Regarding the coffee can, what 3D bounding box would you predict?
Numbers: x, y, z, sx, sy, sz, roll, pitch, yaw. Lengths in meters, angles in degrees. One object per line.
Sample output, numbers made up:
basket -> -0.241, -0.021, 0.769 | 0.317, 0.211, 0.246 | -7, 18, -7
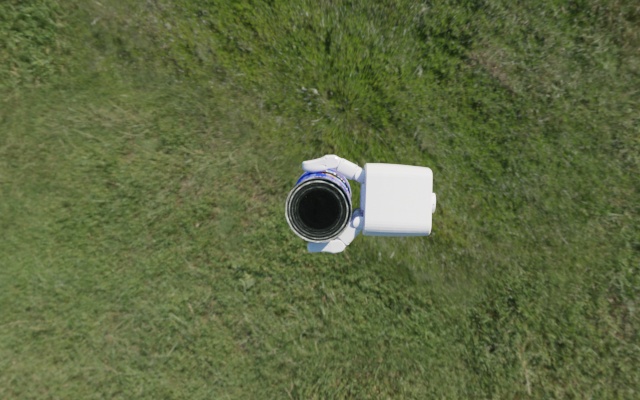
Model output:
coffee can -> 0.000, 0.002, 0.789 | 0.103, 0.103, 0.140 | 0, 11, 3
